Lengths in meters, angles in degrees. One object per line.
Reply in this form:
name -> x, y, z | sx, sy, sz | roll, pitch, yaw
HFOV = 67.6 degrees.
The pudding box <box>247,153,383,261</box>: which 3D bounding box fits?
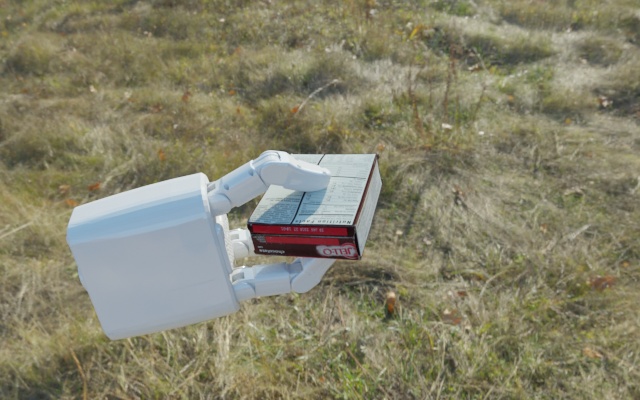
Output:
pudding box -> 0.000, 0.001, 0.408 | 0.090, 0.039, 0.113 | 2, 37, 17
